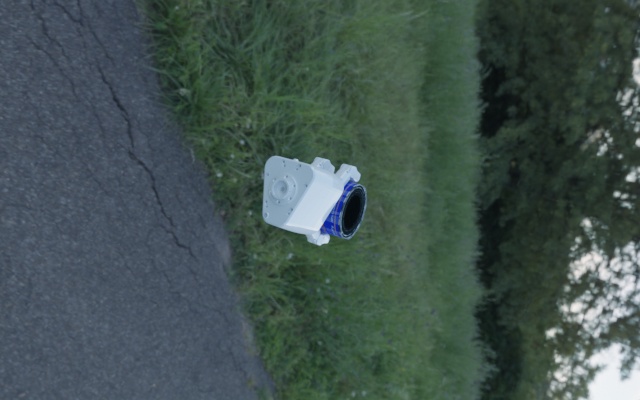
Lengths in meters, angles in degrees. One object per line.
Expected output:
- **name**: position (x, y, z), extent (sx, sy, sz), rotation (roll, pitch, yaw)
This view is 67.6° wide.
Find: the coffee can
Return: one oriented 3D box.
- **coffee can**: position (0.000, 0.003, 0.877), extent (0.140, 0.103, 0.103), rotation (17, 7, 27)
